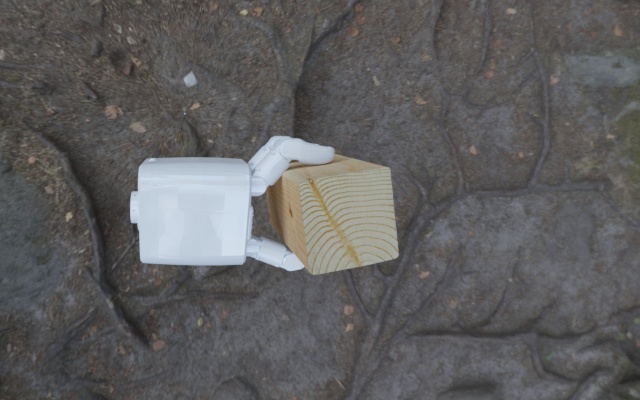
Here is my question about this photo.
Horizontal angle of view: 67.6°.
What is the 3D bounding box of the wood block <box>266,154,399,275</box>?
[{"bbox_3d":[0.000,0.002,0.530,0.090,0.091,0.206,-10,12,-14],"label":"wood block"}]
